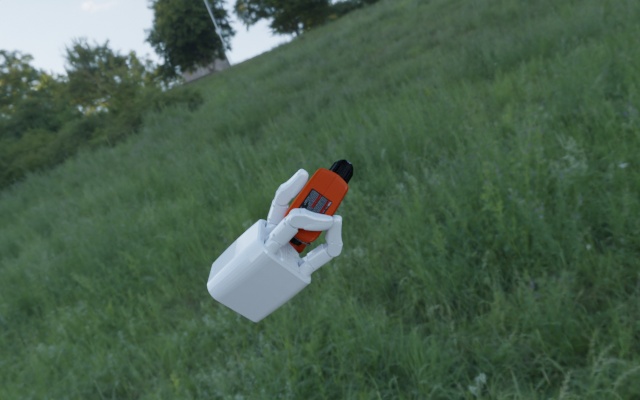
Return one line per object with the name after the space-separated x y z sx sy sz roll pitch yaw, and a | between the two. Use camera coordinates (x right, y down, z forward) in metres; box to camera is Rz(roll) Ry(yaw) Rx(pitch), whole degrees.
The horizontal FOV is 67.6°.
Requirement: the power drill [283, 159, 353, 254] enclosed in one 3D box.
0.000 0.003 0.750 0.057 0.184 0.187 33 -5 3 | power drill
